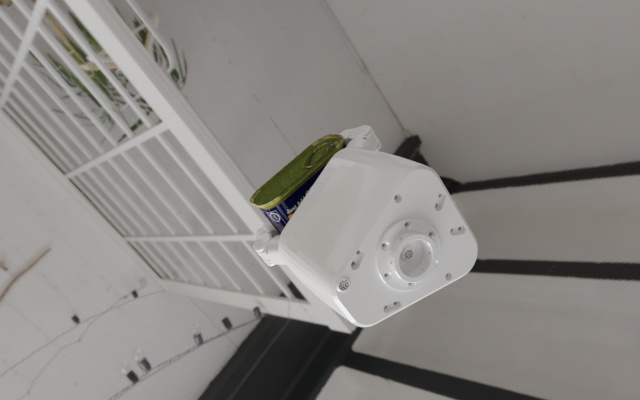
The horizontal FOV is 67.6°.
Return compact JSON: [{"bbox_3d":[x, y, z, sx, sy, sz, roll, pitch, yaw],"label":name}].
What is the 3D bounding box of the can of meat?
[{"bbox_3d":[0.000,0.002,0.452,0.102,0.084,0.057,-42,22,-14],"label":"can of meat"}]
